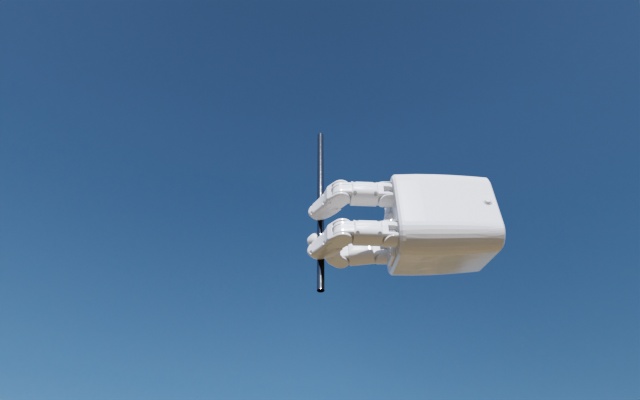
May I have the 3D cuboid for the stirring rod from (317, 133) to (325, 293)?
[{"bbox_3d":[0.000,0.002,0.565,0.011,0.239,0.011,0,-42,0],"label":"stirring rod"}]
